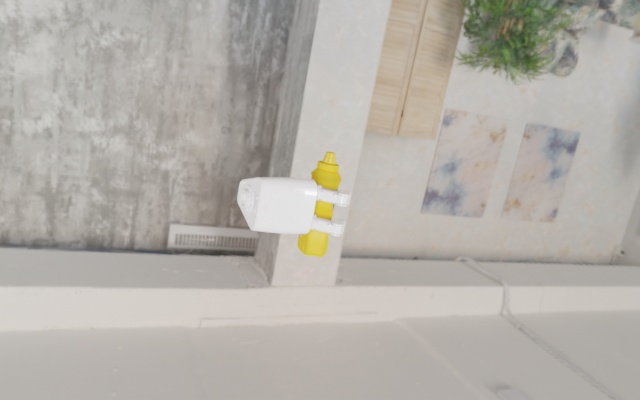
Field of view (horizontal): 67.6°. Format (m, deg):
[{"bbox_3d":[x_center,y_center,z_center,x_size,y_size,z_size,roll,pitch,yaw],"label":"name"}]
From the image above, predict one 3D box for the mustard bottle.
[{"bbox_3d":[0.000,0.003,0.899,0.058,0.192,0.096,10,13,-6],"label":"mustard bottle"}]
